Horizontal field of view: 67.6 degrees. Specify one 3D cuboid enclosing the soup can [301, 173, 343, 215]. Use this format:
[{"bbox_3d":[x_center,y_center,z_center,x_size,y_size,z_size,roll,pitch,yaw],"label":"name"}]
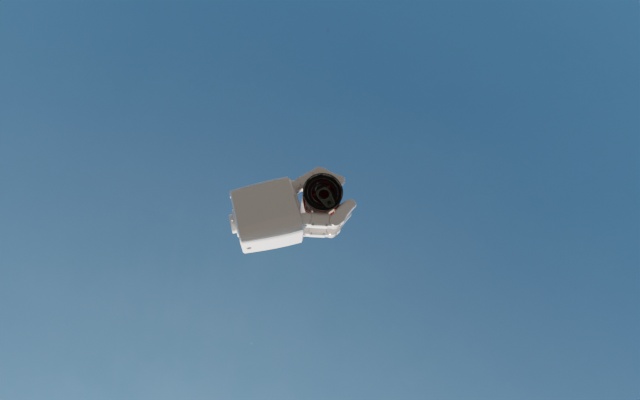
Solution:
[{"bbox_3d":[0.001,0.003,0.839,0.068,0.068,0.102,0,-20,-5],"label":"soup can"}]
